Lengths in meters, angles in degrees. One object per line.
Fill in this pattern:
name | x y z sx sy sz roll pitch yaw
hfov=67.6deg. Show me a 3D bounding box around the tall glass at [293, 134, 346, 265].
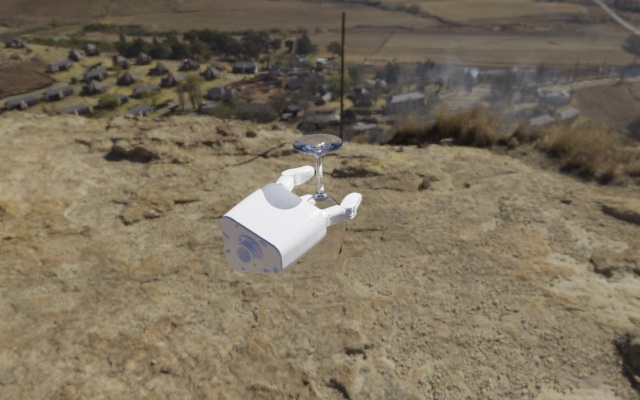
tall glass | 0.000 0.002 0.753 0.079 0.201 0.079 -2 29 1
